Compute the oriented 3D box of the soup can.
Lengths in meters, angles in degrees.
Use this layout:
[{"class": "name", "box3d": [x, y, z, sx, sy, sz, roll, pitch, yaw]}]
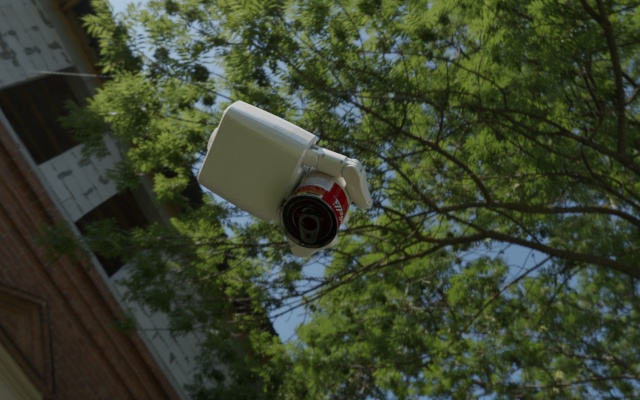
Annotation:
[{"class": "soup can", "box3d": [0.001, 0.002, 0.566, 0.068, 0.068, 0.102, 0, 27, 18]}]
